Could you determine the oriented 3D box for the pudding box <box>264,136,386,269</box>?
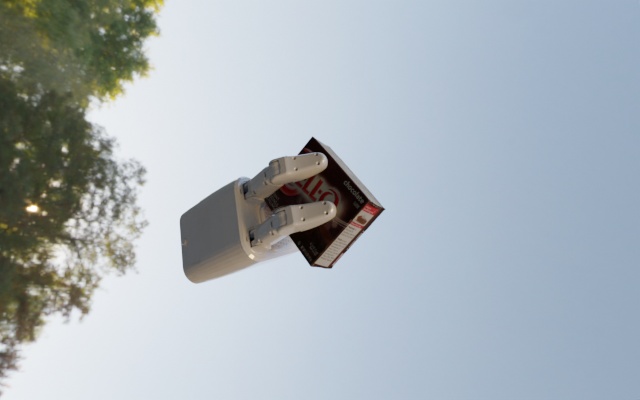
[{"bbox_3d":[0.000,0.002,0.500,0.039,0.090,0.113,20,25,-52],"label":"pudding box"}]
